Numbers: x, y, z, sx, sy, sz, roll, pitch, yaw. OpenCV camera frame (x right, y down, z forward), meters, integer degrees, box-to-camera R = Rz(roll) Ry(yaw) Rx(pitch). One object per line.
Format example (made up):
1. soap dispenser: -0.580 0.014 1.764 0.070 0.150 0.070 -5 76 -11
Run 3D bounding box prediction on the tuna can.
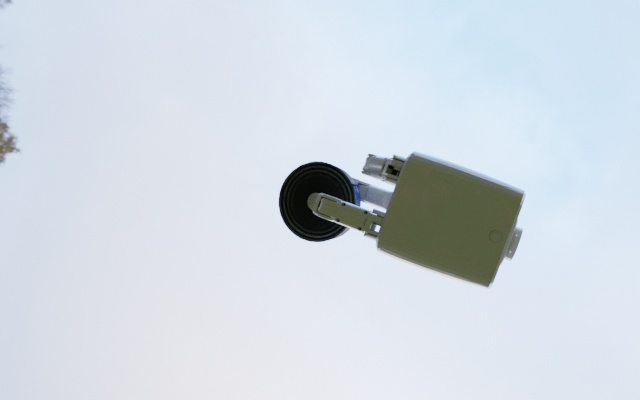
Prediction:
1. tuna can: 0.000 0.002 0.521 0.086 0.086 0.034 0 -1 17
